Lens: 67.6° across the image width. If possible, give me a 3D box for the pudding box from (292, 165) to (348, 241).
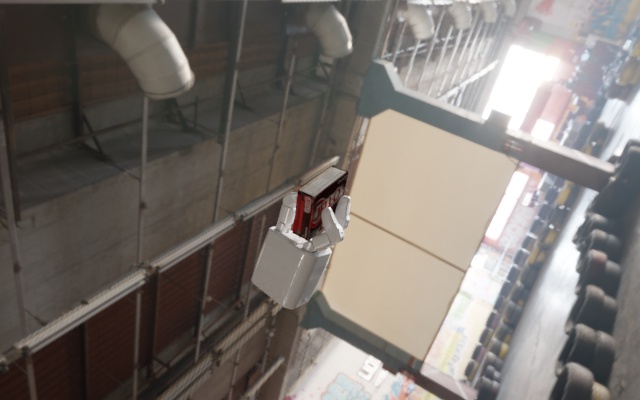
[{"bbox_3d":[0.000,0.003,0.810,0.039,0.090,0.113,25,38,20],"label":"pudding box"}]
